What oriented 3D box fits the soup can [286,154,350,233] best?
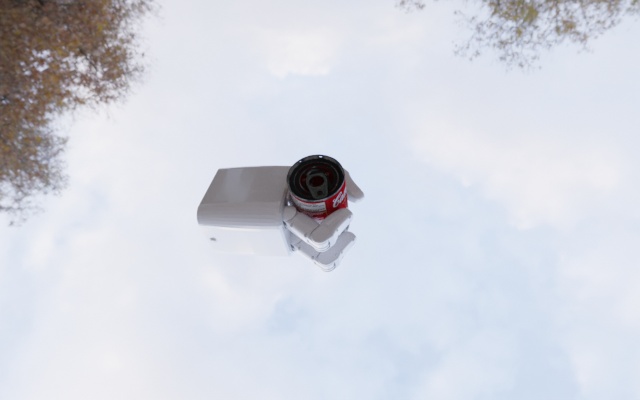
[{"bbox_3d":[0.001,0.002,0.588,0.068,0.068,0.102,0,-35,8],"label":"soup can"}]
